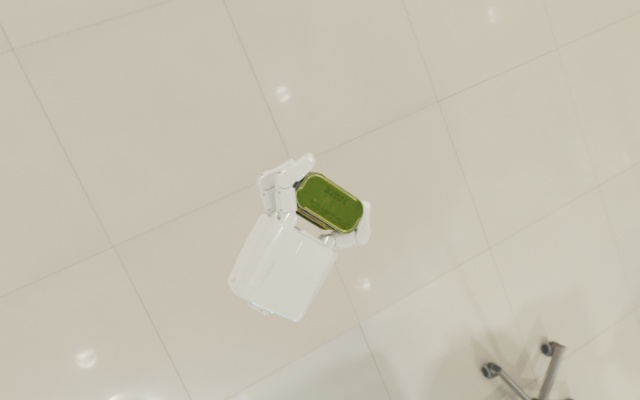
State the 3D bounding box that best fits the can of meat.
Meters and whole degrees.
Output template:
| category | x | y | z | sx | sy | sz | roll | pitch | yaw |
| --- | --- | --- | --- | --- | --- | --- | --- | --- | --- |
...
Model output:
| category | x | y | z | sx | sy | sz | roll | pitch | yaw |
| --- | --- | --- | --- | --- | --- | --- | --- | --- | --- |
| can of meat | 0.000 | 0.002 | 0.651 | 0.102 | 0.057 | 0.084 | 32 | -7 | -18 |
